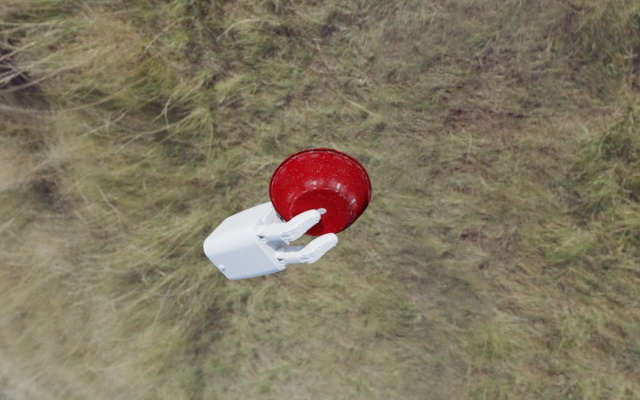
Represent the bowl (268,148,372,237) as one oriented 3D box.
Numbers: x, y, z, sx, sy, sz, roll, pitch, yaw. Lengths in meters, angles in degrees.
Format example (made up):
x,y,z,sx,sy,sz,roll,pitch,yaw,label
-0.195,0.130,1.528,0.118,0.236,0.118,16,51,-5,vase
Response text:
x,y,z,sx,sy,sz,roll,pitch,yaw,label
0.001,0.002,0.726,0.162,0.162,0.055,0,37,-1,bowl
